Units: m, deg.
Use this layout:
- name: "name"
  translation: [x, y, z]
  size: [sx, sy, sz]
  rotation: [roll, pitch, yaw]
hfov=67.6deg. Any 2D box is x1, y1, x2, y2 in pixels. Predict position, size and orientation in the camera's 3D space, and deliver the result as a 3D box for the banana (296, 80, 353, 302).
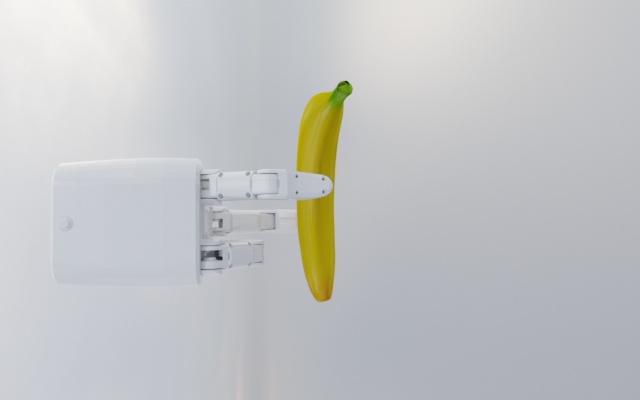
- name: "banana"
  translation: [-0.002, -0.009, 0.420]
  size: [0.037, 0.198, 0.069]
  rotation: [0, 23, -8]
